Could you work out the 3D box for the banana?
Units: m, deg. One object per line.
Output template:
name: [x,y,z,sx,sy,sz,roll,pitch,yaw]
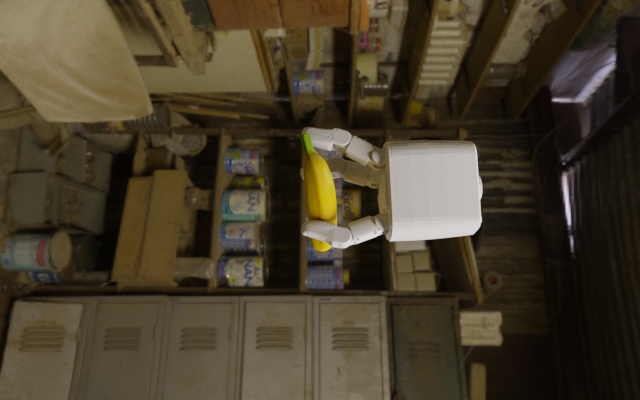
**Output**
banana: [0.001,0.013,0.604,0.037,0.198,0.069,-5,44,-1]
